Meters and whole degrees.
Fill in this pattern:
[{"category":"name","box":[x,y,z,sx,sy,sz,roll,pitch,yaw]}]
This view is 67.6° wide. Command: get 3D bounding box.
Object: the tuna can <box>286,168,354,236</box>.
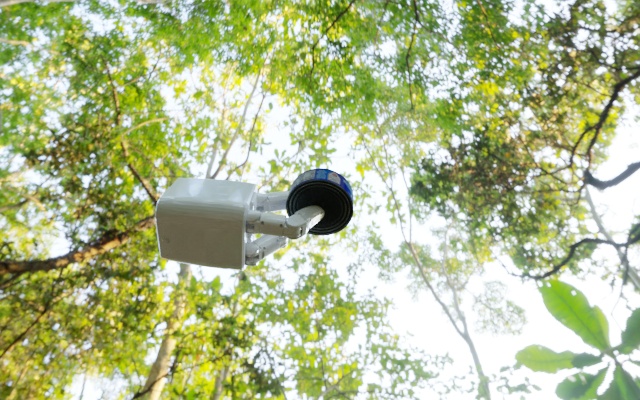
[{"category":"tuna can","box":[0.000,0.002,0.612,0.086,0.086,0.033,0,34,6]}]
